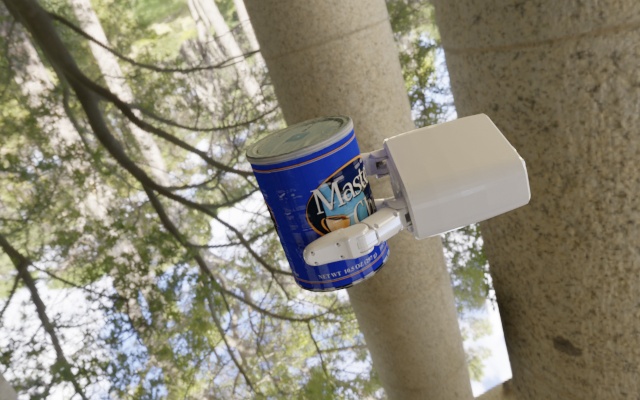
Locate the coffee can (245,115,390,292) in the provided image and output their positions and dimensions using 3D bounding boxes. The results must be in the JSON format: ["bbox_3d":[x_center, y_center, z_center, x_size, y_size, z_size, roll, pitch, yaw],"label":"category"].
[{"bbox_3d":[0.000,0.001,0.462,0.103,0.140,0.102,-16,21,7],"label":"coffee can"}]
